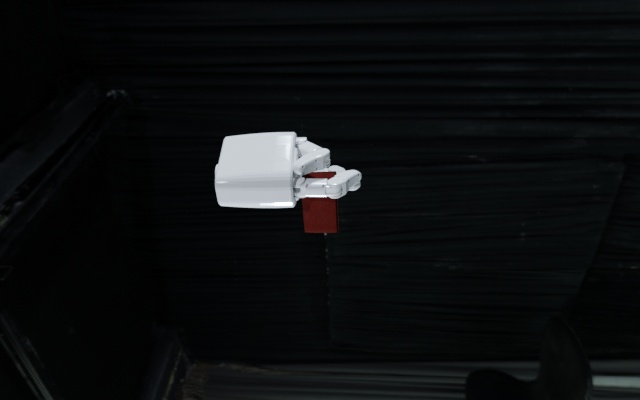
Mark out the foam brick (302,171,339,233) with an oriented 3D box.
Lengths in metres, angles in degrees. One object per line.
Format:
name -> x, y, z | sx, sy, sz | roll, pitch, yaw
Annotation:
foam brick -> 0.000, 0.003, 0.704 | 0.051, 0.078, 0.053 | -3, 32, 2
